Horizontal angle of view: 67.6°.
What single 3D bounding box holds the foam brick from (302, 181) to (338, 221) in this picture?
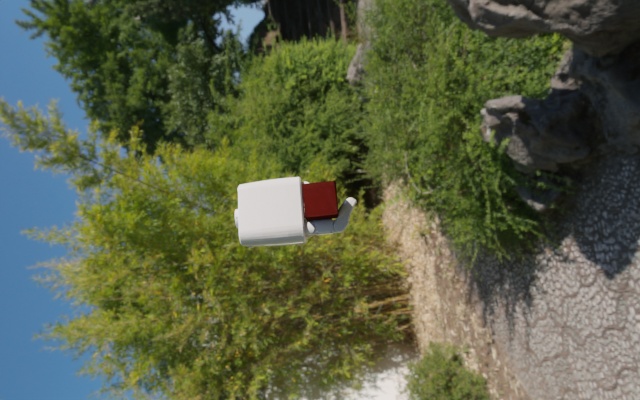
[{"bbox_3d":[0.000,0.002,0.745,0.051,0.053,0.078,-5,-7,0],"label":"foam brick"}]
